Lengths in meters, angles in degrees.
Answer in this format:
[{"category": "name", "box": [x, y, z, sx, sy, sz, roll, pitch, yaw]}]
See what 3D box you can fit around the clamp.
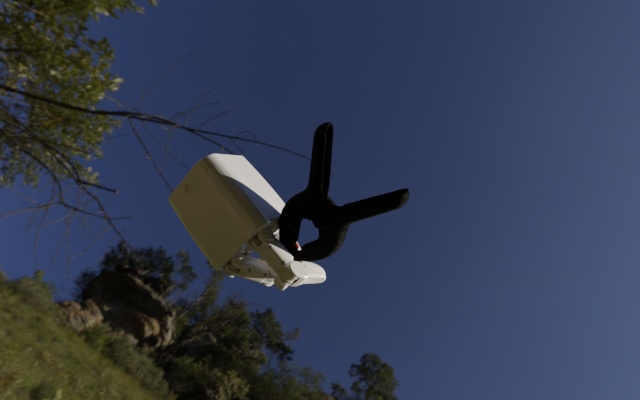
[{"category": "clamp", "box": [0.000, 0.002, 0.527, 0.171, 0.120, 0.039, -42, -9, 26]}]
